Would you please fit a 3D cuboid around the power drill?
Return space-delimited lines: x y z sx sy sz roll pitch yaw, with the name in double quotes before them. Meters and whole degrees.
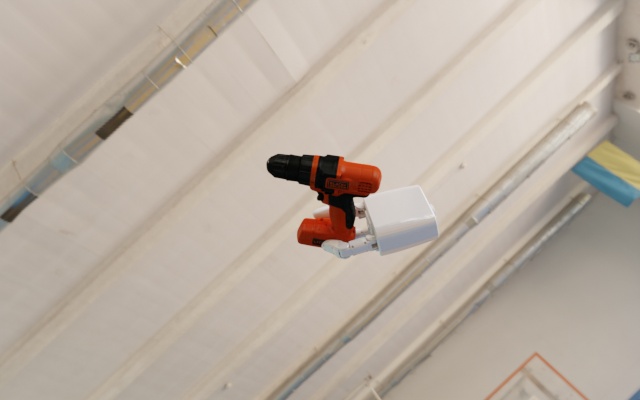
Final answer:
"power drill" 0.000 0.003 0.808 0.184 0.057 0.188 10 -42 4
